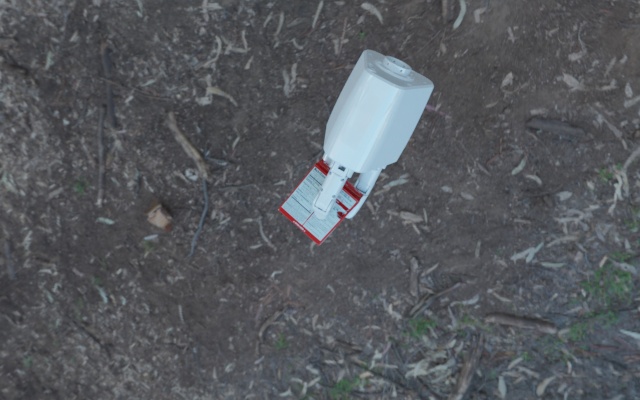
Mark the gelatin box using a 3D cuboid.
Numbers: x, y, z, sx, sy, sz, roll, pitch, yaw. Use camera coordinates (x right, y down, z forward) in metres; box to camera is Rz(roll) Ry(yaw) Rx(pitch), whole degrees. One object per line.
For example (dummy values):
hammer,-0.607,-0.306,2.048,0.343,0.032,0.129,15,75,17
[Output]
gelatin box,0.000,0.002,0.619,0.073,0.089,0.030,41,26,0
